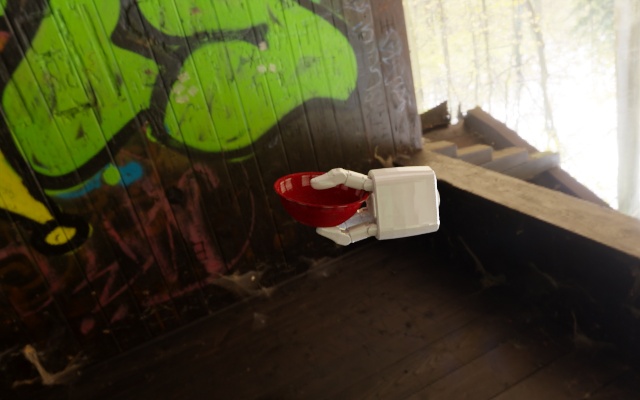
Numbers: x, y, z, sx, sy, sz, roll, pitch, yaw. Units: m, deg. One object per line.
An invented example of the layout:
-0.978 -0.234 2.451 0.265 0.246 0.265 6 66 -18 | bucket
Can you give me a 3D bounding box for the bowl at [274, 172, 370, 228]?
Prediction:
-0.001 0.003 0.811 0.162 0.055 0.162 4 22 -2 | bowl
